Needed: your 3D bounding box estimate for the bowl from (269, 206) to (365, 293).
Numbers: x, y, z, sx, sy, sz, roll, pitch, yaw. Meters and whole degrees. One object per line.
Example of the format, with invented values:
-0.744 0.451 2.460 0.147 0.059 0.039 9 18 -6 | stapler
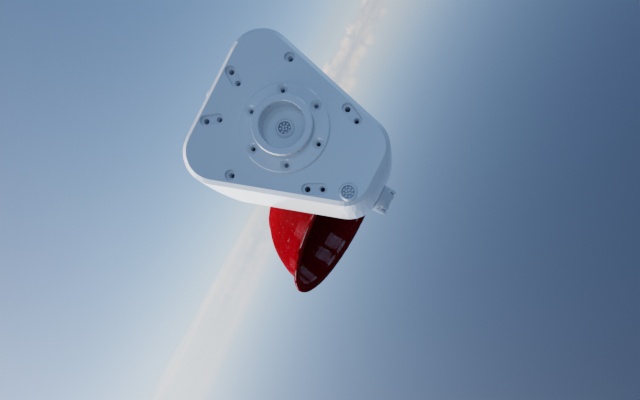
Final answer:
0.000 0.002 0.447 0.055 0.162 0.162 26 9 19 | bowl
